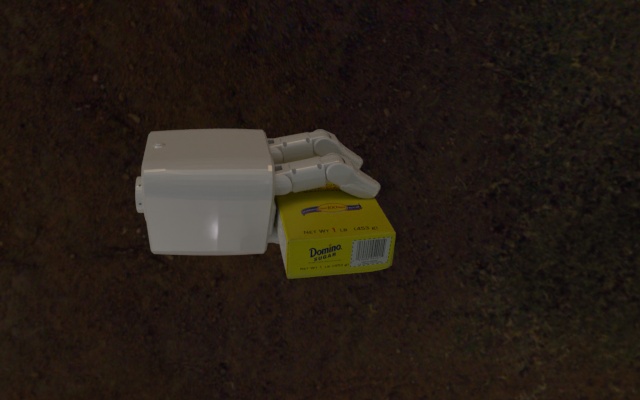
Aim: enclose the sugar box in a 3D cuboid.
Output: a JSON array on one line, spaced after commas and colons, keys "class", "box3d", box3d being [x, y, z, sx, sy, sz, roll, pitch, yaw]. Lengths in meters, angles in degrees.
[{"class": "sugar box", "box3d": [0.000, 0.001, 0.464, 0.093, 0.048, 0.176, -3, 33, -13]}]
